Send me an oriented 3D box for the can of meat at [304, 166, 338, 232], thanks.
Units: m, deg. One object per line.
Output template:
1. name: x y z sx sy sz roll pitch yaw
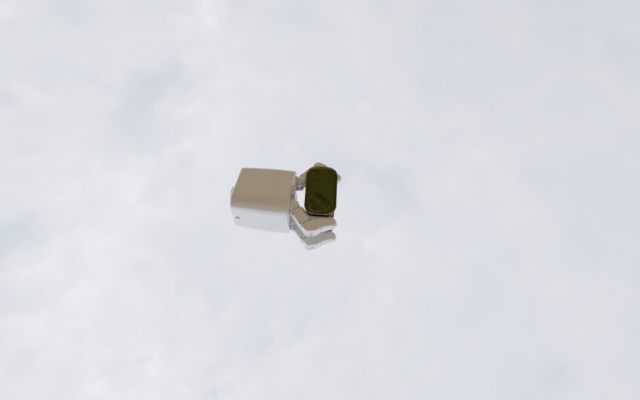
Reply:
1. can of meat: 0.000 0.003 0.877 0.057 0.102 0.084 3 -33 0
